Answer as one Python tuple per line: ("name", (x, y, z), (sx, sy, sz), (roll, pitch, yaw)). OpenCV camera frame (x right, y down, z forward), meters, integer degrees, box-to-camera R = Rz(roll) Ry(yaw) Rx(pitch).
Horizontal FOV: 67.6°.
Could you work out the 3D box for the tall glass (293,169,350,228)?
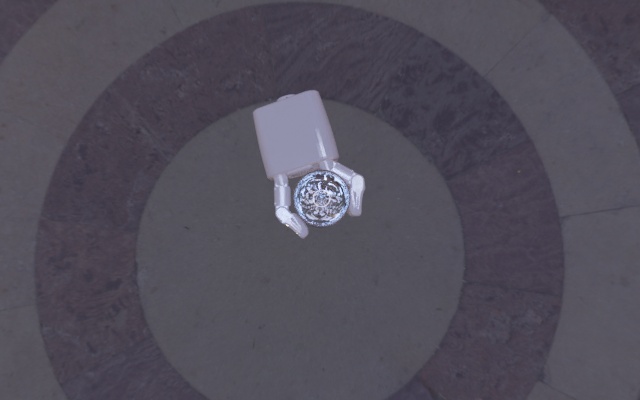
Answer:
("tall glass", (0.000, 0.002, 0.714), (0.079, 0.079, 0.201), (0, -4, -1))
